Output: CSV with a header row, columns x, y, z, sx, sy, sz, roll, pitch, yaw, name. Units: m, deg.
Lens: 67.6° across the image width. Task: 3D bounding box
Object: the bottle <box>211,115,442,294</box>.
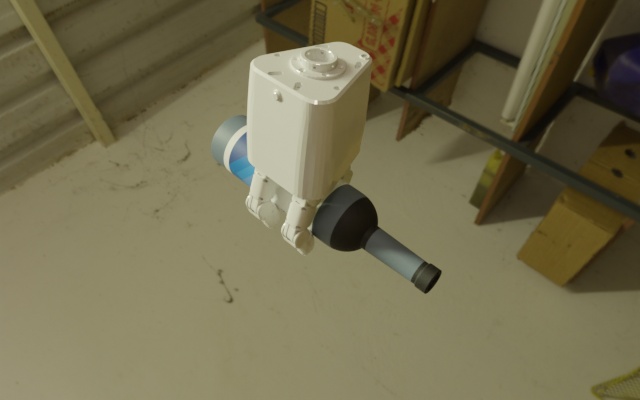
x,y,z,sx,sy,sz,roll,pitch,yaw,name
0.000,0.002,0.518,0.295,0.069,0.069,35,17,26,bottle
